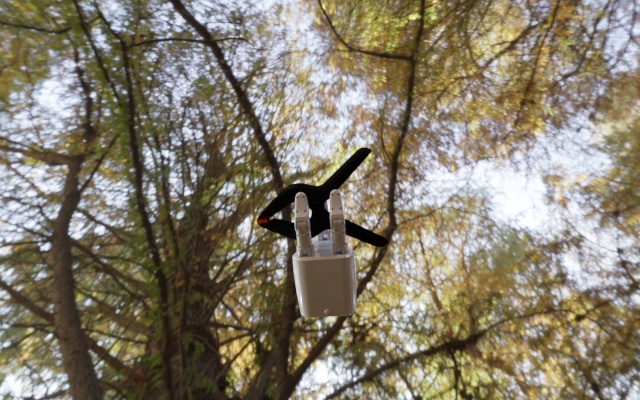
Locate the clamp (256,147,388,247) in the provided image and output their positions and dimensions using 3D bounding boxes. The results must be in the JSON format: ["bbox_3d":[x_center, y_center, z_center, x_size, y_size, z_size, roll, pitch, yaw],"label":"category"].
[{"bbox_3d":[0.000,0.003,0.770,0.210,0.164,0.036,-4,11,3],"label":"clamp"}]
